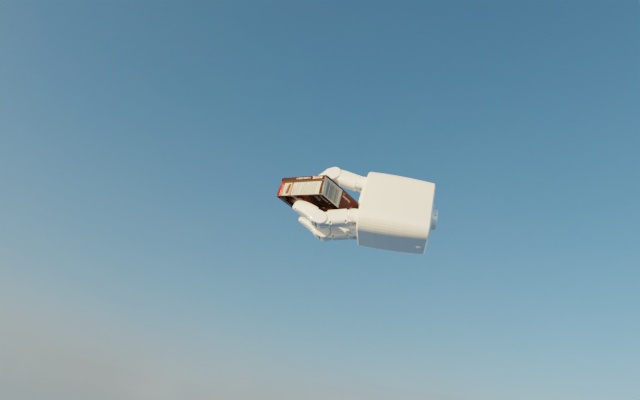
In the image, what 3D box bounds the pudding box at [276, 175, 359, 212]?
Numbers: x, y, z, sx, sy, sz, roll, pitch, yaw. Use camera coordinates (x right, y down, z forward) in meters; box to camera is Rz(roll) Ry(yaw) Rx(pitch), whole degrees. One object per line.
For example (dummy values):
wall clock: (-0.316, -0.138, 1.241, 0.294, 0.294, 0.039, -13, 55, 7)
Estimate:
pudding box: (0.000, 0.002, 0.760, 0.090, 0.039, 0.113, -3, -31, 37)
